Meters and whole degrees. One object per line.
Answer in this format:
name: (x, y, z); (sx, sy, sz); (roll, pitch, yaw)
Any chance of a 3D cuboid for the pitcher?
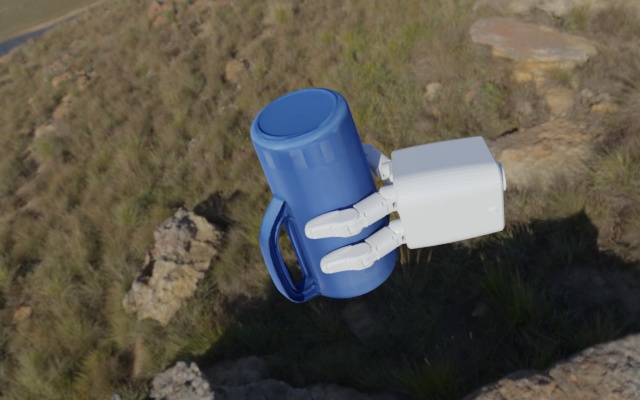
pitcher: (0.000, 0.002, 0.566); (0.145, 0.243, 0.149); (-10, 41, 13)
